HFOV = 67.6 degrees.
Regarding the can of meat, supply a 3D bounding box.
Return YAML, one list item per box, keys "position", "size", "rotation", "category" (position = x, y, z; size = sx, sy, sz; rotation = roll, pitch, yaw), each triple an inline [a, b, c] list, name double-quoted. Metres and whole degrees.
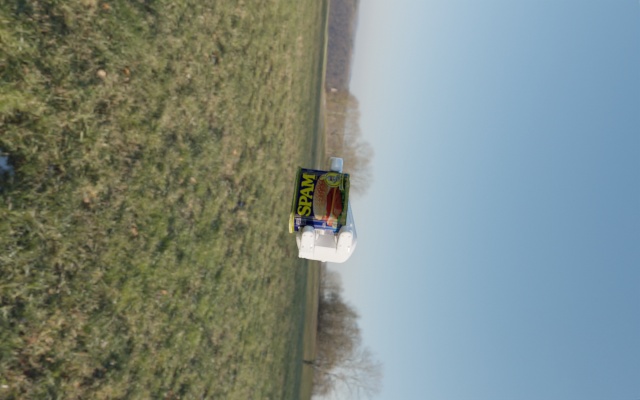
- position: [0.000, 0.002, 0.734]
  size: [0.084, 0.102, 0.057]
  rotation: [7, -23, 1]
  category: "can of meat"
